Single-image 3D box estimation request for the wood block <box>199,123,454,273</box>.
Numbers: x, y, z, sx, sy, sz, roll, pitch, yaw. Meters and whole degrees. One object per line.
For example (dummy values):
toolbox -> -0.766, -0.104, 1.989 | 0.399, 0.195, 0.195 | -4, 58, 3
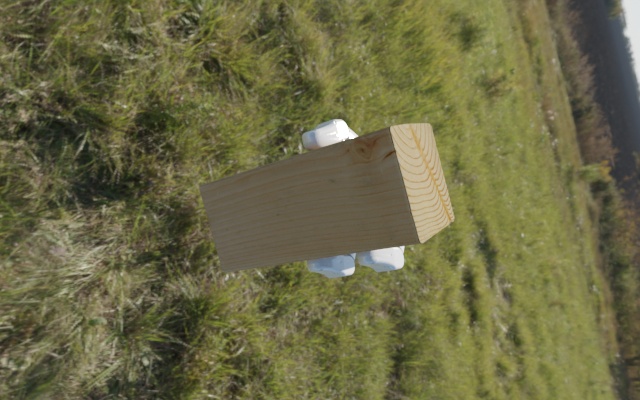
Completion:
wood block -> 0.000, 0.001, 0.437 | 0.206, 0.091, 0.090 | -13, 2, 34
